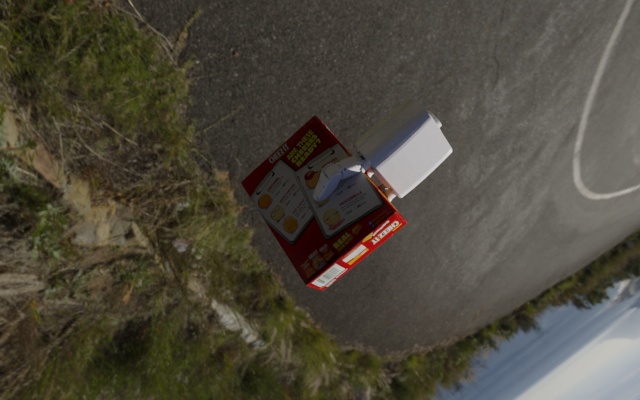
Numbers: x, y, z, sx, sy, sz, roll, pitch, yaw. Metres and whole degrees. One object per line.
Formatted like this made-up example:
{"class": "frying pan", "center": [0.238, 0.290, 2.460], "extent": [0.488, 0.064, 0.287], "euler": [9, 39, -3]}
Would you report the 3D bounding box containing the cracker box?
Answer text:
{"class": "cracker box", "center": [0.000, 0.002, 0.726], "extent": [0.164, 0.213, 0.072], "euler": [-41, -30, 8]}
